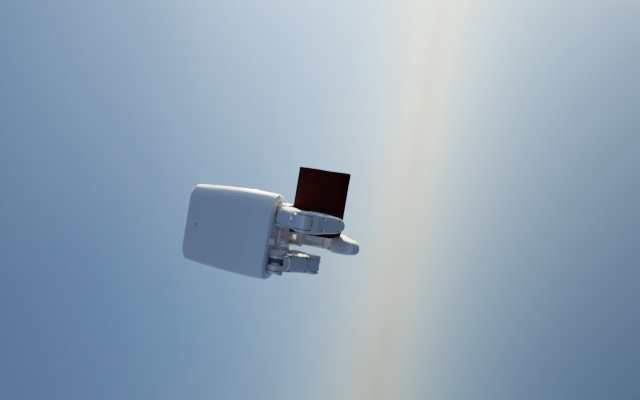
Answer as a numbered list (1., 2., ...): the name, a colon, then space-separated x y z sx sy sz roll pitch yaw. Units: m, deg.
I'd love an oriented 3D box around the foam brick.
1. foam brick: 0.000 0.002 0.561 0.051 0.078 0.053 10 2 15
